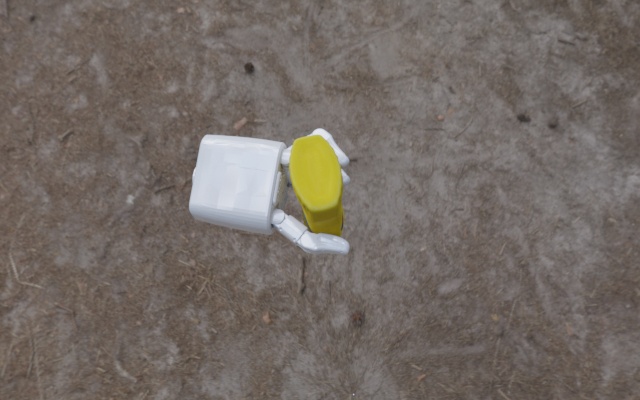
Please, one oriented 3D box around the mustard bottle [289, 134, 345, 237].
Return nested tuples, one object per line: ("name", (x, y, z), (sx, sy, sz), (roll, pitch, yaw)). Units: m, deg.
("mustard bottle", (0.000, 0.002, 0.613), (0.058, 0.096, 0.192), (-14, -22, -2))
